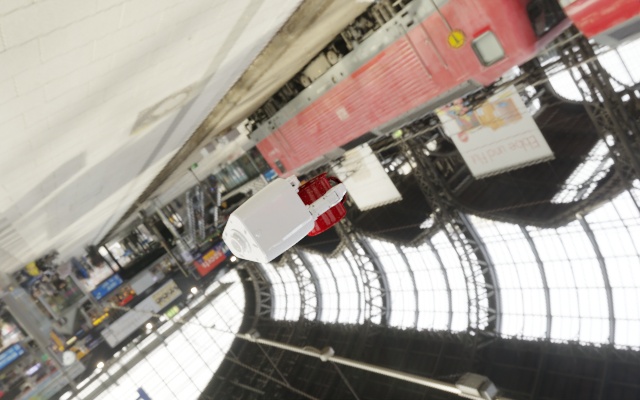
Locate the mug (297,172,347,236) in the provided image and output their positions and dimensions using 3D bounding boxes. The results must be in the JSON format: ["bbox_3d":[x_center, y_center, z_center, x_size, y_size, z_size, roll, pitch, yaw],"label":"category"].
[{"bbox_3d":[0.001,0.002,0.852,0.117,0.081,0.093,-37,9,-32],"label":"mug"}]
